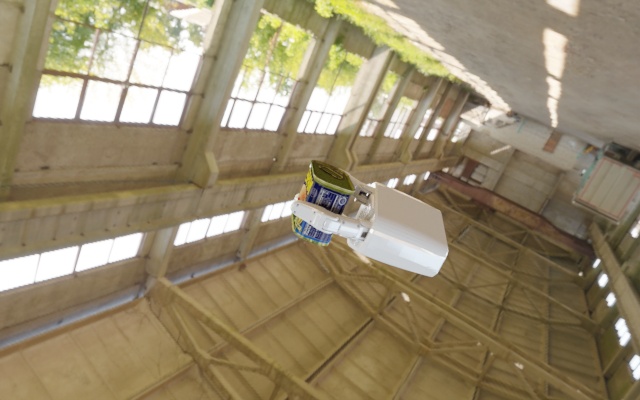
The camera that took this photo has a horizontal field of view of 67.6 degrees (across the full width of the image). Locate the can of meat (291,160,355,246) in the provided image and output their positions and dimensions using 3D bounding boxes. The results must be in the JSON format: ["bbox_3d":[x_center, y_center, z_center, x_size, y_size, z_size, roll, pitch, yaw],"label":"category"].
[{"bbox_3d":[0.000,0.002,0.641,0.057,0.084,0.102,20,17,-11],"label":"can of meat"}]
